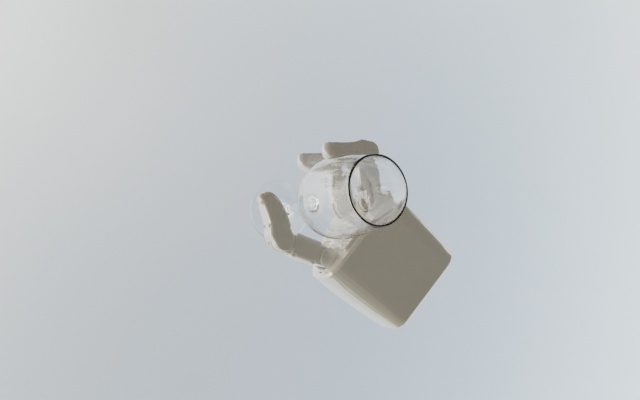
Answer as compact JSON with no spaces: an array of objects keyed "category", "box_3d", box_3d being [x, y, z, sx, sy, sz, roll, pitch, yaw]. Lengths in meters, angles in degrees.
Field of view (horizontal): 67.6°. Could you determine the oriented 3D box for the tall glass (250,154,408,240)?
[{"category":"tall glass","box_3d":[0.000,0.002,0.480,0.079,0.079,0.201,0,-6,-29]}]
